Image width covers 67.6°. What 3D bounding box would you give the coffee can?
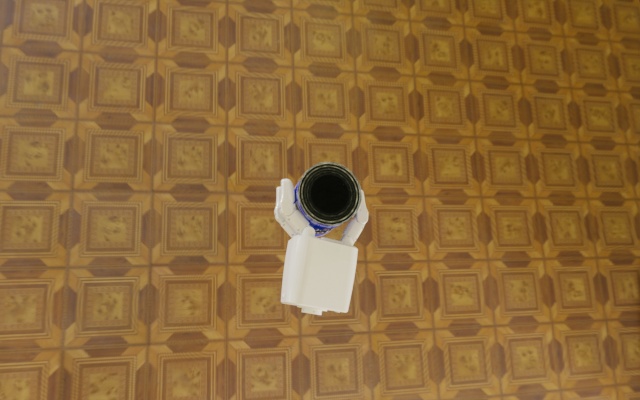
[{"bbox_3d":[0.000,0.003,0.807,0.103,0.102,0.140,0,-11,-13],"label":"coffee can"}]
